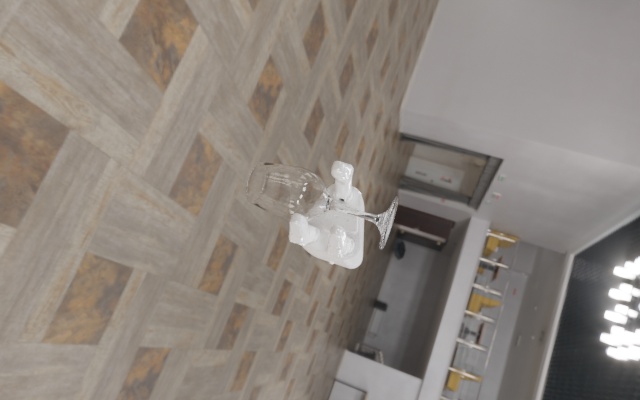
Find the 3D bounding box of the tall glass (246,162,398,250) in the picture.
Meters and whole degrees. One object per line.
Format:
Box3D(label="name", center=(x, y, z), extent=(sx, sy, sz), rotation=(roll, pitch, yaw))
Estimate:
Box3D(label="tall glass", center=(0.001, 0.002, 0.660), extent=(0.201, 0.079, 0.079), rotation=(17, 4, 14))
